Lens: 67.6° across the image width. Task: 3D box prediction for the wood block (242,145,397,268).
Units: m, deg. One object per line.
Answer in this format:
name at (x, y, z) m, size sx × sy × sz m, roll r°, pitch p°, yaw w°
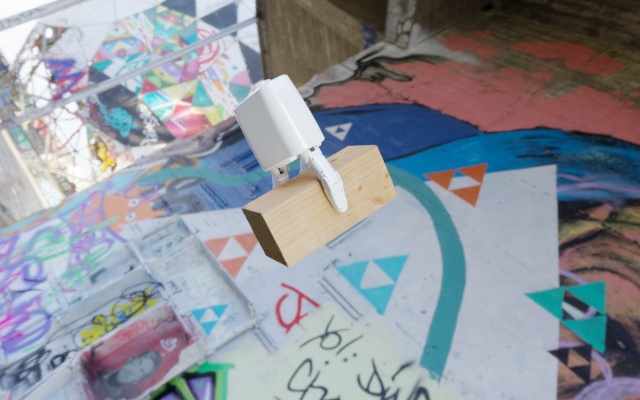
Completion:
wood block at (0.000, 0.002, 0.720) m, size 0.206 × 0.090 × 0.091 m, roll -32°, pitch 18°, yaw -21°
